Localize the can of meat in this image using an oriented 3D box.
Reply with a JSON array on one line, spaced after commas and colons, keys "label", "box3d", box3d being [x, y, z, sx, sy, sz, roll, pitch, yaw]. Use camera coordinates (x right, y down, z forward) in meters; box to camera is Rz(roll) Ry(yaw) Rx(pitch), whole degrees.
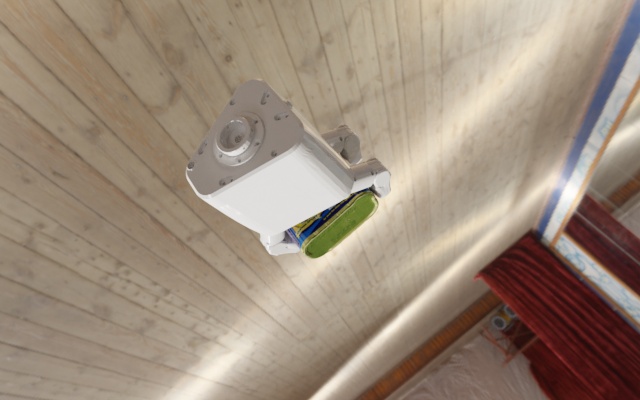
[{"label": "can of meat", "box3d": [0.000, 0.002, 0.521, 0.102, 0.084, 0.057, -41, -31, 3]}]
